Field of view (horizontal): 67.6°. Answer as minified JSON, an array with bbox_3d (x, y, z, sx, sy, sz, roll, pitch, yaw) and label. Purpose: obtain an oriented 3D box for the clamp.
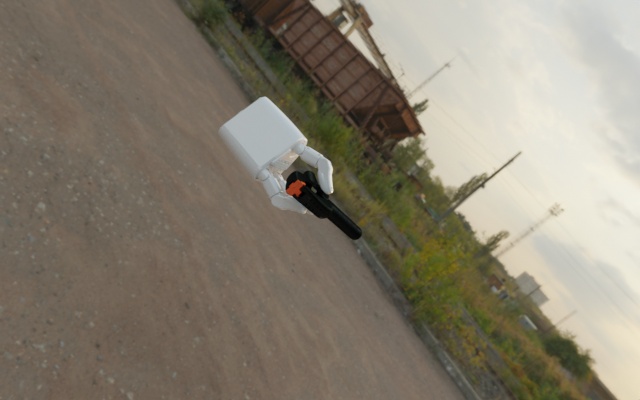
[{"bbox_3d":[0.000,0.002,0.807,0.036,0.164,0.210,-43,-12,8],"label":"clamp"}]
